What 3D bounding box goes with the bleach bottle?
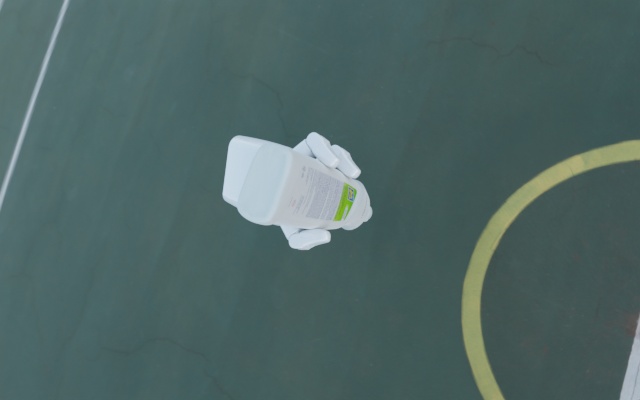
[{"bbox_3d":[0.000,0.002,0.671,0.068,0.102,0.251,20,0,36],"label":"bleach bottle"}]
